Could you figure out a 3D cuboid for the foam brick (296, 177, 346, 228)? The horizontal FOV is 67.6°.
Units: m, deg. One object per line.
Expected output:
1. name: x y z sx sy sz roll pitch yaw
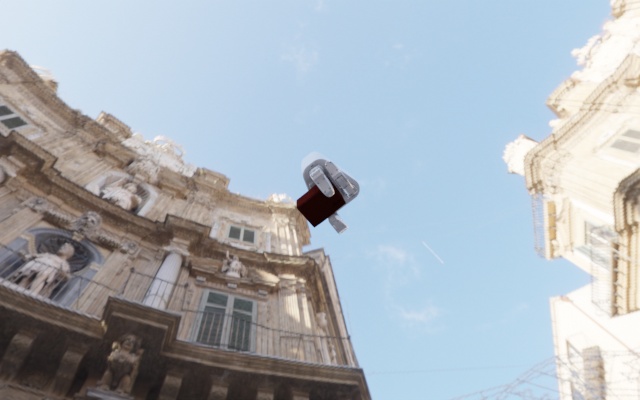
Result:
1. foam brick: 0.000 0.003 0.892 0.078 0.053 0.051 -37 16 5
